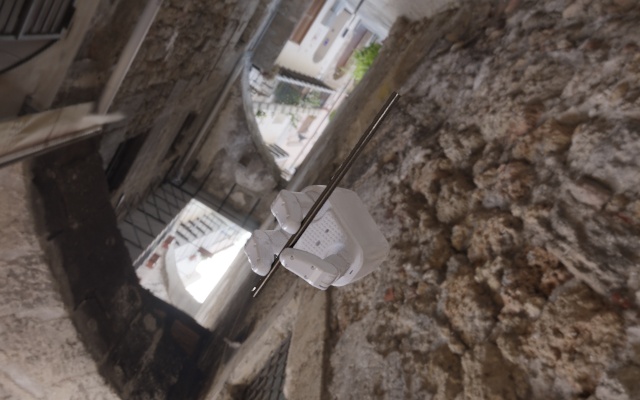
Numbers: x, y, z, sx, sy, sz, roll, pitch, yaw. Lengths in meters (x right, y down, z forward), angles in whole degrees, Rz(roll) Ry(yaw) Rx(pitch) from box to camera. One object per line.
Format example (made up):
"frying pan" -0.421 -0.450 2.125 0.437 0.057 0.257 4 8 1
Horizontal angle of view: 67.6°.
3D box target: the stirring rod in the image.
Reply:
"stirring rod" 0.000 0.001 0.448 0.011 0.239 0.011 32 17 -11
